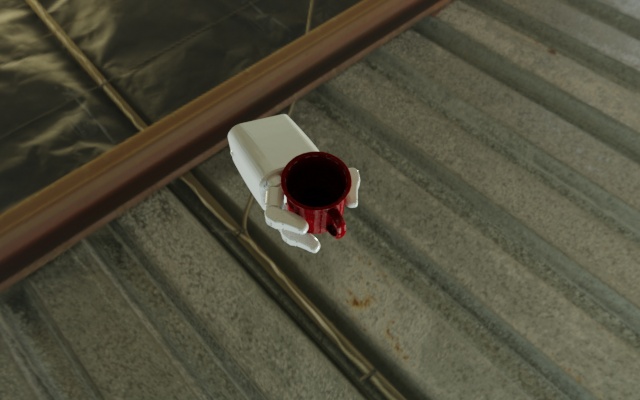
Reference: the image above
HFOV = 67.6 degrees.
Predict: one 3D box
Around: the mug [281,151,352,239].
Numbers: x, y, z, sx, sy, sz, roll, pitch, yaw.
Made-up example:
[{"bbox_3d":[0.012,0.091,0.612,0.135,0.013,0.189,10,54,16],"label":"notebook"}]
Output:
[{"bbox_3d":[0.001,0.003,0.651,0.093,0.117,0.081,-29,-26,-17],"label":"mug"}]
